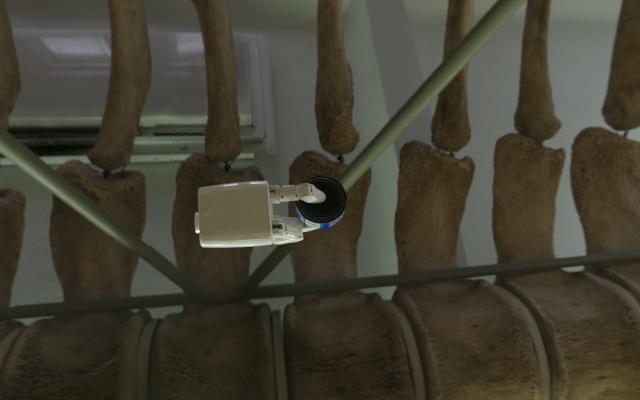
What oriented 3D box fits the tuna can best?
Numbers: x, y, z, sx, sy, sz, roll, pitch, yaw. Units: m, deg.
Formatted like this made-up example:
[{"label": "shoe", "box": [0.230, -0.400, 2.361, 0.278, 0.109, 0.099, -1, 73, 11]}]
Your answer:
[{"label": "tuna can", "box": [0.000, 0.003, 0.792, 0.086, 0.086, 0.034, 0, -21, -3]}]
